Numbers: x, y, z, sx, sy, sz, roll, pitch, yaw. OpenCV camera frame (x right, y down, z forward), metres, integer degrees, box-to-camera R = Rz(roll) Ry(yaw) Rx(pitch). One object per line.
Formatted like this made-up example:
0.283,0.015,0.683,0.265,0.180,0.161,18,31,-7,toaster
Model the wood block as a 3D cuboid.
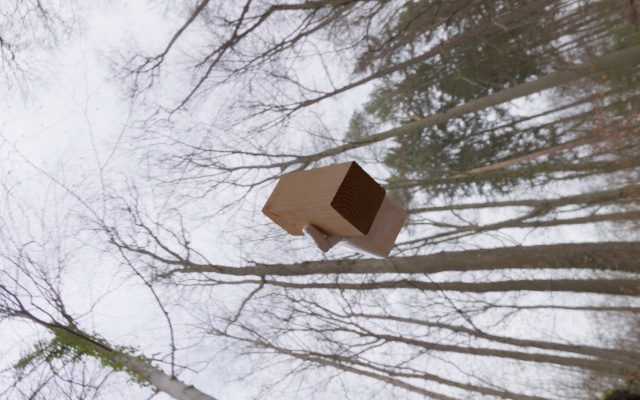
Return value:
0.000,0.003,0.833,0.090,0.090,0.206,40,-27,-28,wood block
